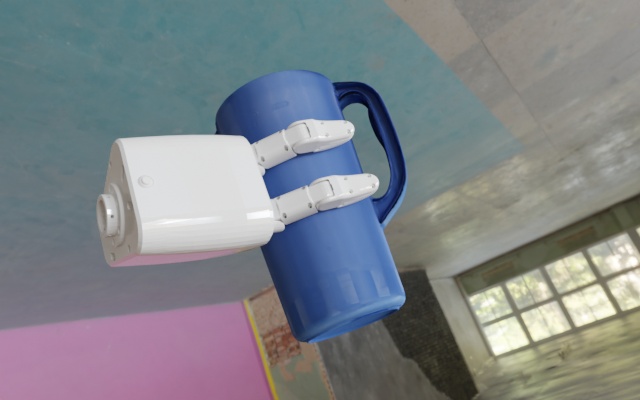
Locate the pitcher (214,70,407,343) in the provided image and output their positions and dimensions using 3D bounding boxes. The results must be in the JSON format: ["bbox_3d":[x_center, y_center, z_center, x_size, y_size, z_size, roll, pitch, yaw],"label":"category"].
[{"bbox_3d":[0.000,0.002,0.467,0.145,0.242,0.149,-5,-25,-37],"label":"pitcher"}]
